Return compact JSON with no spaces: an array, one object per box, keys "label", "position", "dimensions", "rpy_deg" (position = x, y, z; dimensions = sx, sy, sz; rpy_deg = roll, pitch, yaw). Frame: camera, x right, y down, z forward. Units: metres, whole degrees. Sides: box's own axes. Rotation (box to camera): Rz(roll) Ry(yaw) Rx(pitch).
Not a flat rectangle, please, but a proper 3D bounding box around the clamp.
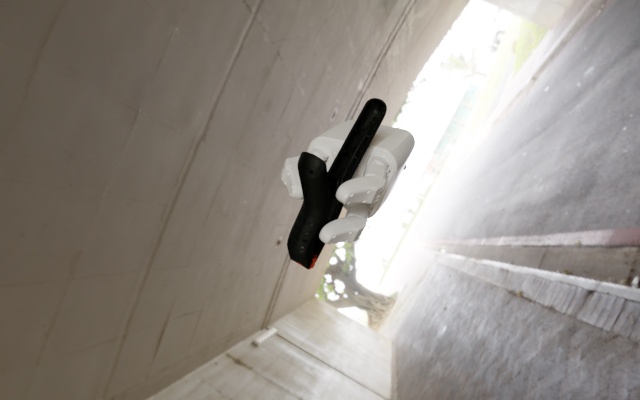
[{"label":"clamp","position":[-0.001,0.002,0.510],"dimensions":[0.036,0.210,0.164],"rpy_deg":[30,33,14]}]
